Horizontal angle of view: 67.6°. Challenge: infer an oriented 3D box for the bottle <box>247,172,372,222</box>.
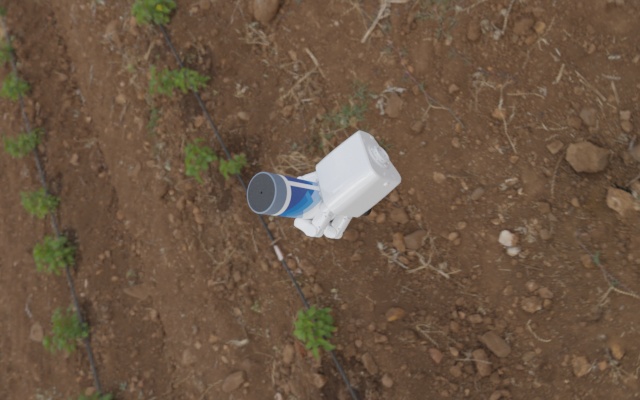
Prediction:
[{"bbox_3d":[0.000,0.003,0.860,0.069,0.069,0.296,0,-6,40],"label":"bottle"}]
